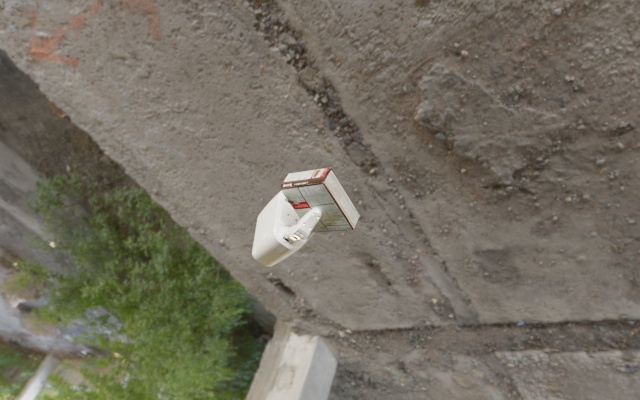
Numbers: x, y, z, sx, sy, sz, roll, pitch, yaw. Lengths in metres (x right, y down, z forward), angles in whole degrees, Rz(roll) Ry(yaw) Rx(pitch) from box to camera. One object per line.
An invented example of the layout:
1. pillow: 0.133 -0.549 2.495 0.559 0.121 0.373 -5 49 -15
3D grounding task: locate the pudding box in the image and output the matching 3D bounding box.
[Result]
1. pudding box: 0.000 0.003 0.776 0.090 0.039 0.113 -7 -46 34
